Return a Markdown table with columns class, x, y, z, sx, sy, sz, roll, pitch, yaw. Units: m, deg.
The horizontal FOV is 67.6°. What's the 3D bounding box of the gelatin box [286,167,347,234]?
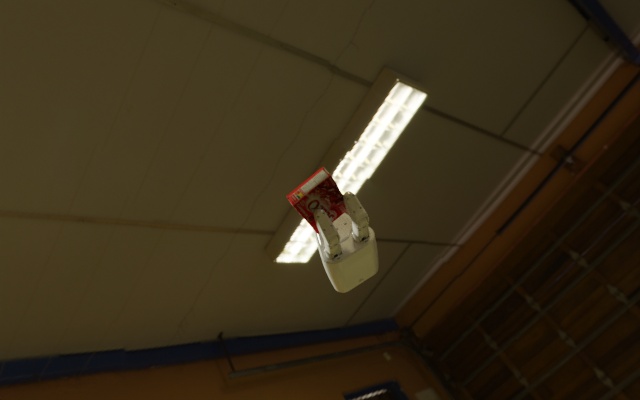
| class | x | y | z | sx | sy | sz | roll | pitch | yaw |
| --- | --- | --- | --- | --- | --- | --- | --- | --- | --- |
| gelatin box | 0.000 | 0.002 | 0.742 | 0.030 | 0.073 | 0.089 | 50 | -2 | 44 |
